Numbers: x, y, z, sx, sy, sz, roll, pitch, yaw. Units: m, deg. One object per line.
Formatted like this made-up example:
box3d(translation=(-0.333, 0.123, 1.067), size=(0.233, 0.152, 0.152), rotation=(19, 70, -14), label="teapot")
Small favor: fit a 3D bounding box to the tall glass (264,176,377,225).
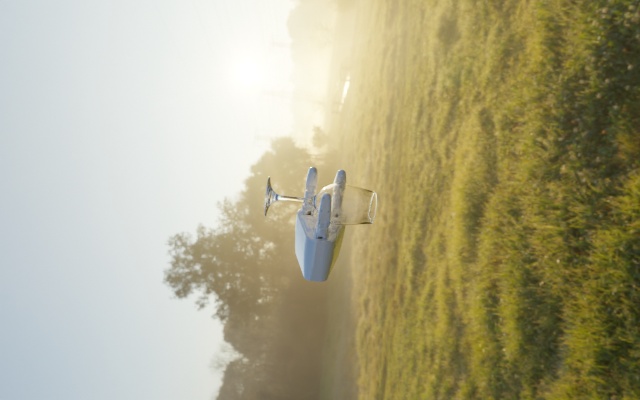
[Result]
box3d(translation=(-0.001, 0.003, 0.886), size=(0.201, 0.079, 0.079), rotation=(6, 0, -2), label="tall glass")
